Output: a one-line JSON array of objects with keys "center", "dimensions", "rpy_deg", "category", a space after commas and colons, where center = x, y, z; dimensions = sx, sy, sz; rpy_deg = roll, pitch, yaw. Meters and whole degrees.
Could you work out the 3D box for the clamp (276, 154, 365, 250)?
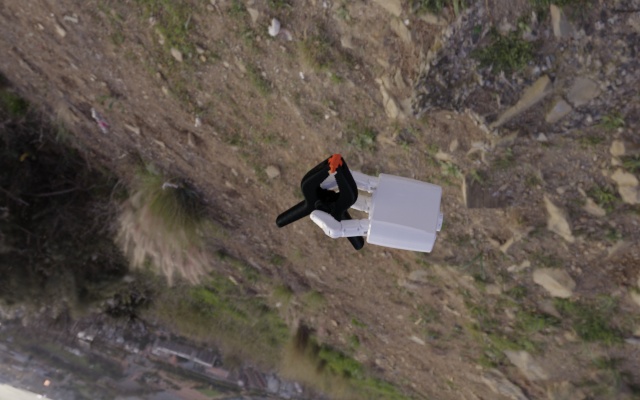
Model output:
[{"center": [0.000, 0.003, 0.800], "dimensions": [0.164, 0.036, 0.210], "rpy_deg": [10, -40, 8], "category": "clamp"}]
